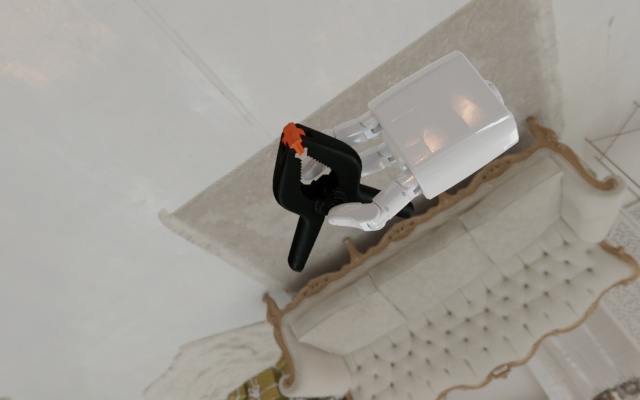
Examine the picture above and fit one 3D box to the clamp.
[{"bbox_3d":[0.000,0.002,0.509,0.164,0.036,0.210,-32,-40,8],"label":"clamp"}]
